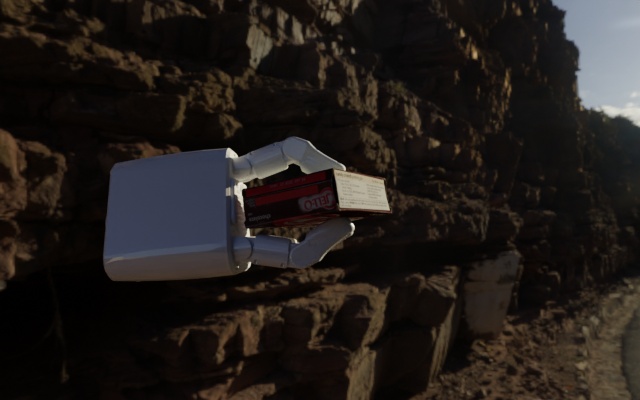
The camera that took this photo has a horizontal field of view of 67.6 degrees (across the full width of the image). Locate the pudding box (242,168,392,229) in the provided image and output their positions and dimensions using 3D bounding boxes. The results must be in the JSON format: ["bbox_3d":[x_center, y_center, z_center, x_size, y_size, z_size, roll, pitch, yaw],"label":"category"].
[{"bbox_3d":[0.000,0.001,0.421,0.090,0.039,0.113,-10,-5,29],"label":"pudding box"}]
